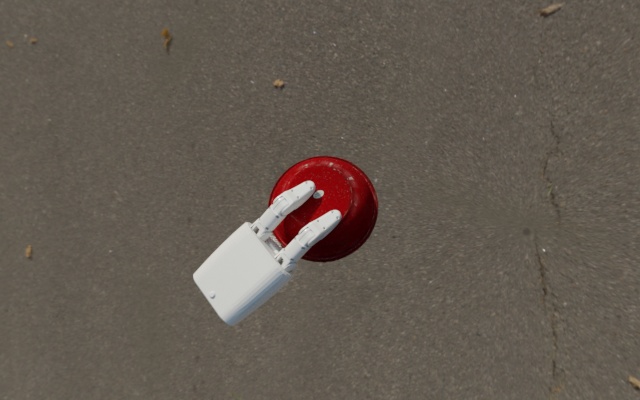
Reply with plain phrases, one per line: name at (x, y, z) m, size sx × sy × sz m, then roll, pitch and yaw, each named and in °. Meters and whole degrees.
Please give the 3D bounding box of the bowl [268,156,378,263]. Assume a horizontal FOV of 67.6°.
bowl at (0.001, 0.001, 0.669) m, size 0.162 × 0.162 × 0.055 m, roll 0°, pitch -18°, yaw 6°
